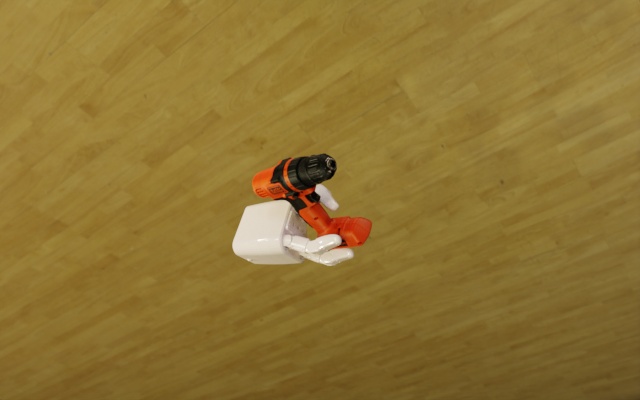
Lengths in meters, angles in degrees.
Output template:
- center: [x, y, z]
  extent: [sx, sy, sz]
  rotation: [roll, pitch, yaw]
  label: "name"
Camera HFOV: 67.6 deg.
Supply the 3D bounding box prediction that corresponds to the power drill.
- center: [0.000, 0.003, 0.781]
  extent: [0.184, 0.057, 0.188]
  rotation: [-10, -48, 49]
  label: "power drill"
